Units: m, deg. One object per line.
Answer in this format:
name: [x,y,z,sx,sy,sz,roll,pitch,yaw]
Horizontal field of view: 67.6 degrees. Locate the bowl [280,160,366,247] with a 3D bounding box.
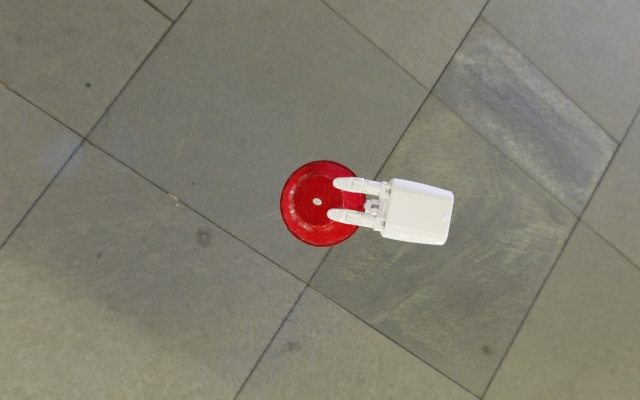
bowl: [-0.001,0.003,0.855,0.162,0.162,0.055,0,-5,8]
